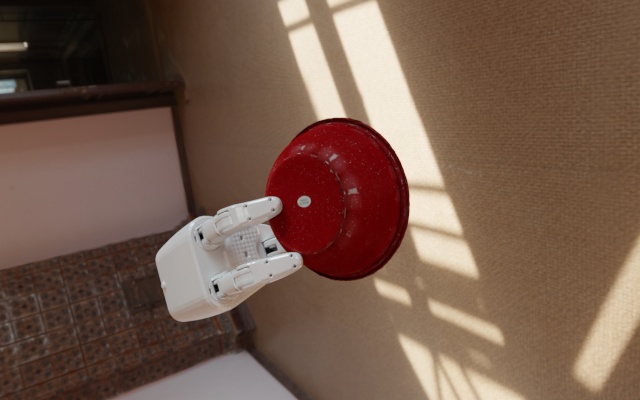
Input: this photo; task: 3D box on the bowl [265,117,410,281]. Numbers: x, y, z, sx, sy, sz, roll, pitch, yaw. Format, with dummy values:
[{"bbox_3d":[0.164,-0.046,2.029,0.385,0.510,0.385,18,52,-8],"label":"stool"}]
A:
[{"bbox_3d":[0.001,0.001,0.450,0.162,0.162,0.055,0,4,36],"label":"bowl"}]
